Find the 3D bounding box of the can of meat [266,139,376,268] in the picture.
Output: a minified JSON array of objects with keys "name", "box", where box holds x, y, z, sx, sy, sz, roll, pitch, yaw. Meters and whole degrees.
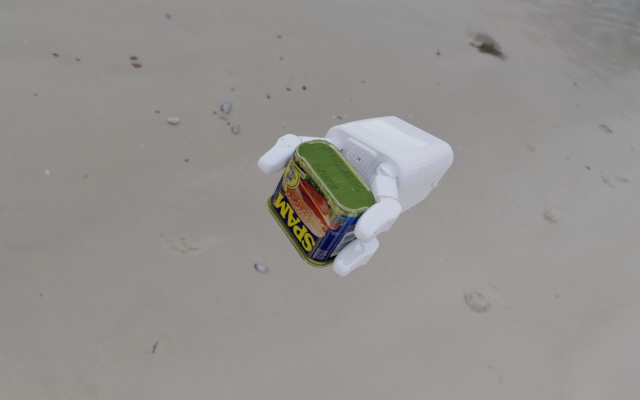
[{"name":"can of meat","box":[0.000,0.001,0.481,0.057,0.102,0.084,-15,-32,-40]}]
